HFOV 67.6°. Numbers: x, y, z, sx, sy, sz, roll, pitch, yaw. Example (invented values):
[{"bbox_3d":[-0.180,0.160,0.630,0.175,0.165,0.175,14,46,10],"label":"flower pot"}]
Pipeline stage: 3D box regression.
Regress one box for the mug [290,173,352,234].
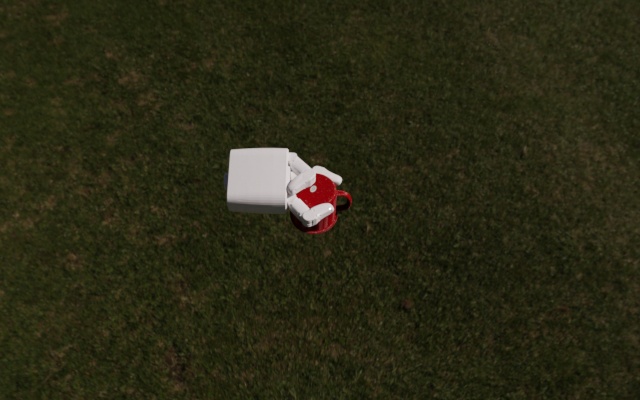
[{"bbox_3d":[0.002,0.003,0.895,0.117,0.093,0.082,0,-35,-2],"label":"mug"}]
